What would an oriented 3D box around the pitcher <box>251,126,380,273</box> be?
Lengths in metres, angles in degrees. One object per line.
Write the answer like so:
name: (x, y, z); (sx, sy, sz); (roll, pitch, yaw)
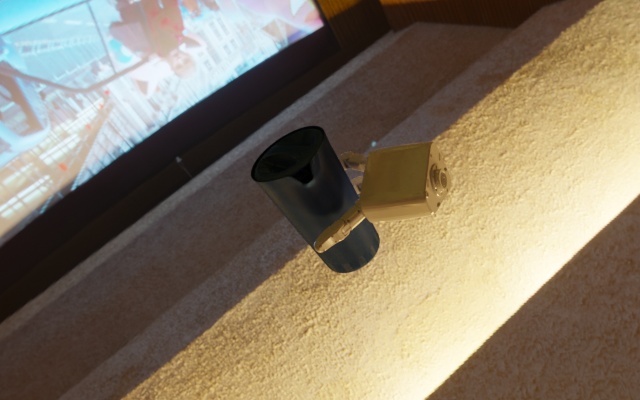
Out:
pitcher: (0.000, 0.003, 0.802); (0.145, 0.243, 0.149); (-9, 39, 34)
